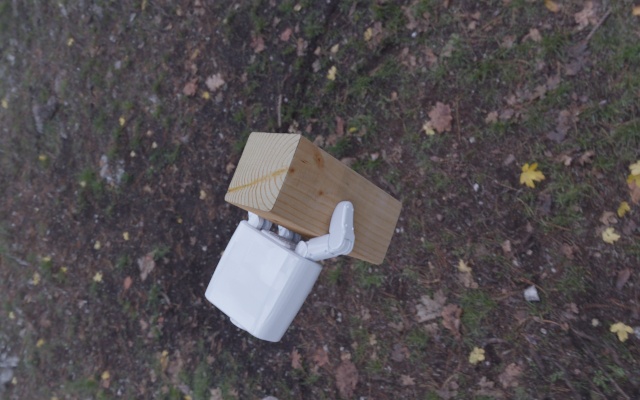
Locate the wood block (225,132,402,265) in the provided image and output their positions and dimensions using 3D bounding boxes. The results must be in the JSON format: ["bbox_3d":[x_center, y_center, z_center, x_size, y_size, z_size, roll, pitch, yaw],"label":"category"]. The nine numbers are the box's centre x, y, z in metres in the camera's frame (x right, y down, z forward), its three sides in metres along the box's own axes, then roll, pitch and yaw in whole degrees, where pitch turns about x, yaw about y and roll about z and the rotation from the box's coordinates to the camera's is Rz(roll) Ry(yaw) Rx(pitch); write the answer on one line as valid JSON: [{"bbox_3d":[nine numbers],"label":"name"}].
[{"bbox_3d":[0.000,0.002,0.592,0.091,0.090,0.206,12,-13,45],"label":"wood block"}]
